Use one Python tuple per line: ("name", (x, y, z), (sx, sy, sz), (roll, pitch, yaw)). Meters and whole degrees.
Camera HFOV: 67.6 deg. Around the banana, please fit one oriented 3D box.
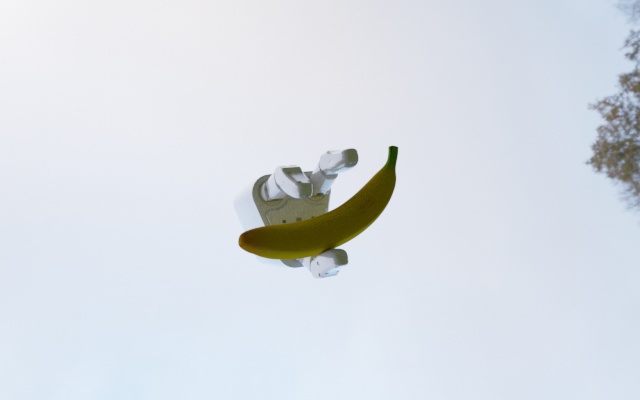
("banana", (0.011, 0.016, 0.491), (0.197, 0.070, 0.037), (-32, 17, -22))
